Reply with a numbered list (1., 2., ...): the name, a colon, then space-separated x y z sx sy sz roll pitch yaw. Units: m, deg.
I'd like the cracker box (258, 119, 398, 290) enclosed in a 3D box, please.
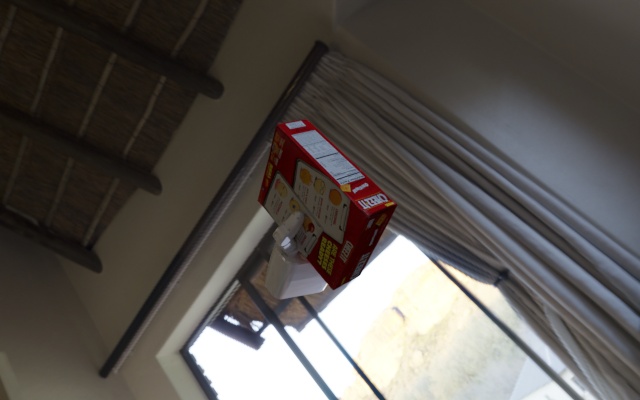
1. cracker box: 0.000 0.002 0.737 0.072 0.164 0.213 -21 55 -38
